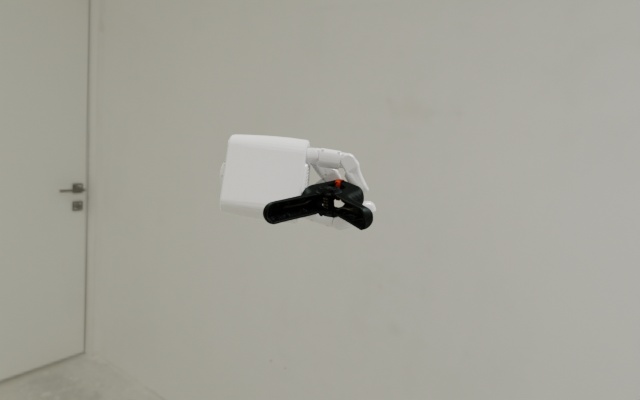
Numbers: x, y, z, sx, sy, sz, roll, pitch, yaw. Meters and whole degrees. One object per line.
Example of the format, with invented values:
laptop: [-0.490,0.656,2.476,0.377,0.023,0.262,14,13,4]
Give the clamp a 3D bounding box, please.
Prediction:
clamp: [0.000,0.001,0.581,0.120,0.039,0.171,7,11,2]
